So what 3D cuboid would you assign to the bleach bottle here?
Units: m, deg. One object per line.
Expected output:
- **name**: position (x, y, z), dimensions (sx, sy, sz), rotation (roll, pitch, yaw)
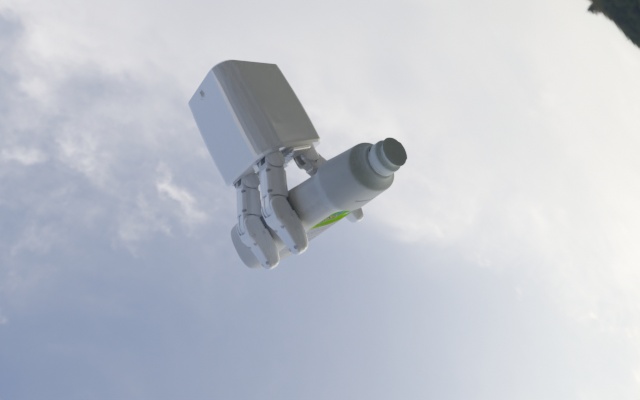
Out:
- **bleach bottle**: position (0.000, 0.002, 0.510), dimensions (0.102, 0.068, 0.251), rotation (-23, -7, -42)
